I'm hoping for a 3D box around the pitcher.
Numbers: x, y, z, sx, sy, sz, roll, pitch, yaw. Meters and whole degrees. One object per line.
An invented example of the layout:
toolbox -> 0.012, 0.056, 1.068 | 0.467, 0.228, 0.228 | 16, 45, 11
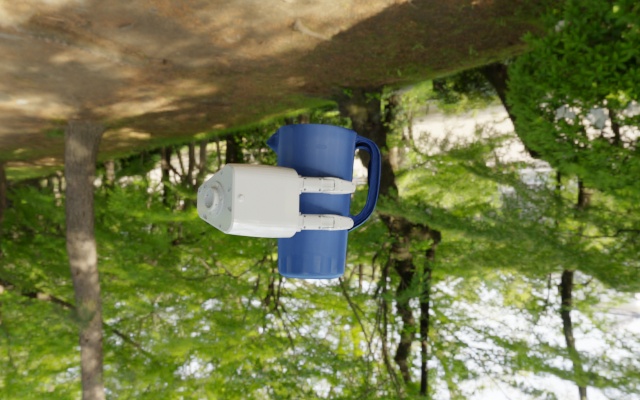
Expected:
pitcher -> 0.000, 0.003, 0.776 | 0.145, 0.243, 0.149 | 5, -4, -41
